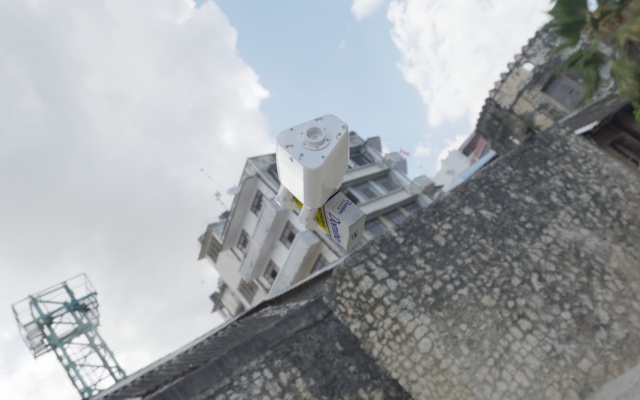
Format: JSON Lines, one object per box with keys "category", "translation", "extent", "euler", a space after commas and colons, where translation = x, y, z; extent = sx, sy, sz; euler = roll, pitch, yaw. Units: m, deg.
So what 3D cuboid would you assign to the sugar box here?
{"category": "sugar box", "translation": [0.000, 0.003, 0.840], "extent": [0.048, 0.176, 0.093], "euler": [-38, -24, -20]}
